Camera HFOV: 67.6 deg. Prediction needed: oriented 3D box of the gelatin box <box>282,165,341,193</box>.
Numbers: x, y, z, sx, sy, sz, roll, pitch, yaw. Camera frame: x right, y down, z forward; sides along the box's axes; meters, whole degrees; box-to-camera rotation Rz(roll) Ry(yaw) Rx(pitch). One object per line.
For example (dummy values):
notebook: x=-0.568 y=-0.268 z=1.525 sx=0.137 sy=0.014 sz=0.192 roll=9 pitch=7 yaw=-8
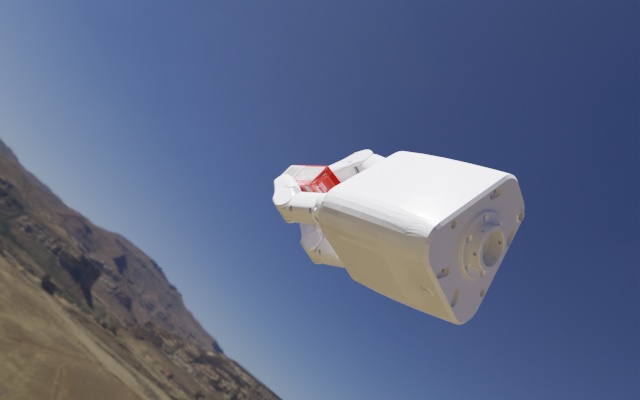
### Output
gelatin box: x=0.000 y=0.001 z=0.476 sx=0.030 sy=0.073 sz=0.089 roll=-44 pitch=22 yaw=-17
